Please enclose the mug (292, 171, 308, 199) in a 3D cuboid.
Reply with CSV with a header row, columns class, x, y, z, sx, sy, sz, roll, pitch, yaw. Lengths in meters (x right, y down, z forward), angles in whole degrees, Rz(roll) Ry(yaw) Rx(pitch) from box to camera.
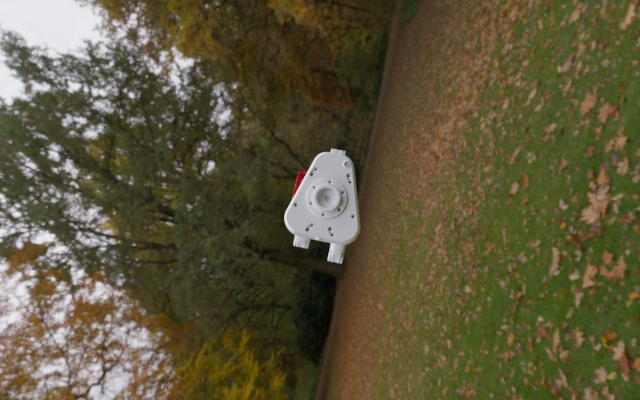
class,x,y,z,sx,sy,sz,roll,pitch,yaw
mug,0.000,0.002,0.737,0.081,0.093,0.117,12,-5,1
